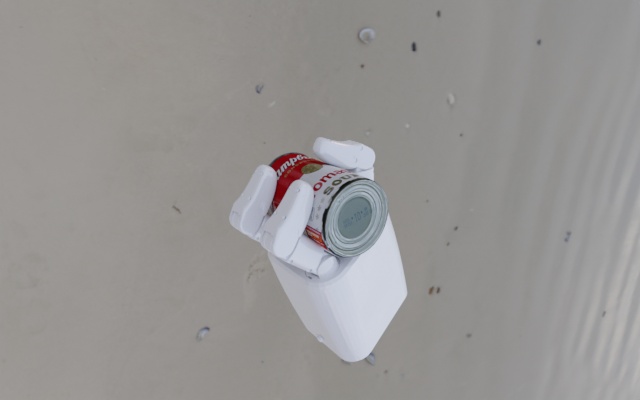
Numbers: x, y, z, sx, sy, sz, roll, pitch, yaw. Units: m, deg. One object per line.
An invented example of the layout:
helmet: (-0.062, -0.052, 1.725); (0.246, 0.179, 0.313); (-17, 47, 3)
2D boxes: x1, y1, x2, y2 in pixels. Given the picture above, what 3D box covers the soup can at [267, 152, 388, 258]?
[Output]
soup can: (0.000, 0.001, 0.413); (0.068, 0.068, 0.102); (0, 16, -37)
